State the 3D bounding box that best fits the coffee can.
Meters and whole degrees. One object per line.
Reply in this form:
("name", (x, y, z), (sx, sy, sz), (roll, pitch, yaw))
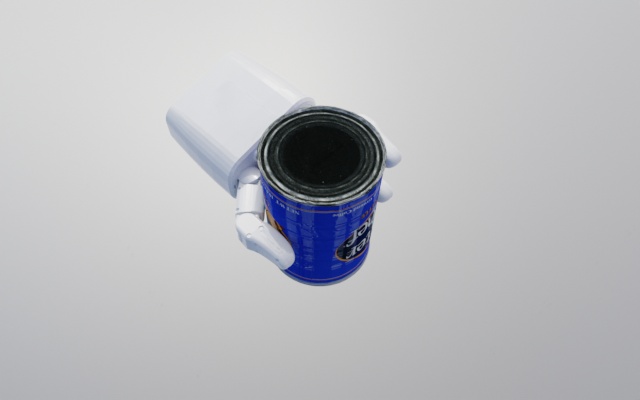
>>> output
("coffee can", (0.000, 0.002, 0.430), (0.103, 0.102, 0.140), (0, -35, -1))
